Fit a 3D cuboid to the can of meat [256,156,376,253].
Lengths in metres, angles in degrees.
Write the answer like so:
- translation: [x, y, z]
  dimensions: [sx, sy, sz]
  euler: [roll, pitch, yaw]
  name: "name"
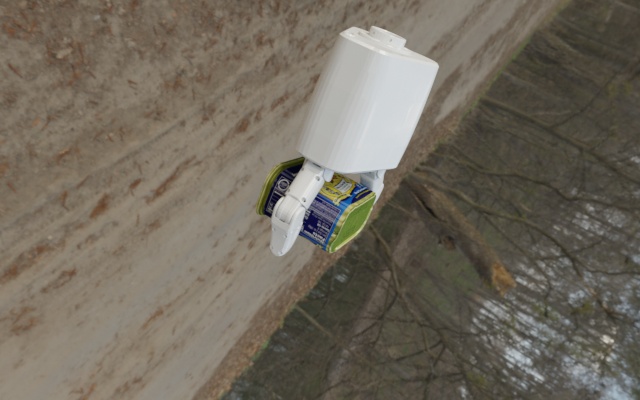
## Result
- translation: [0.000, 0.002, 0.474]
  dimensions: [0.084, 0.057, 0.102]
  euler: [30, 23, 16]
  name: "can of meat"
